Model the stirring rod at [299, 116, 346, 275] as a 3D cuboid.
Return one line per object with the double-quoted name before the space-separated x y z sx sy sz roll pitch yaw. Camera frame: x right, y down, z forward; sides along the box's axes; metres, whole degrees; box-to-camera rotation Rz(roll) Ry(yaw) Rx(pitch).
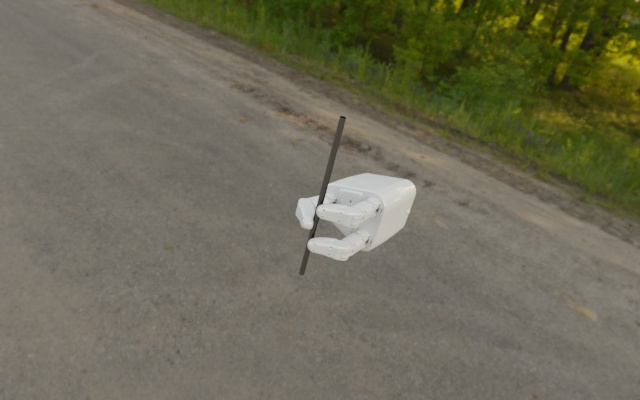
"stirring rod" 0.000 0.002 0.638 0.011 0.240 0.011 12 27 -6
